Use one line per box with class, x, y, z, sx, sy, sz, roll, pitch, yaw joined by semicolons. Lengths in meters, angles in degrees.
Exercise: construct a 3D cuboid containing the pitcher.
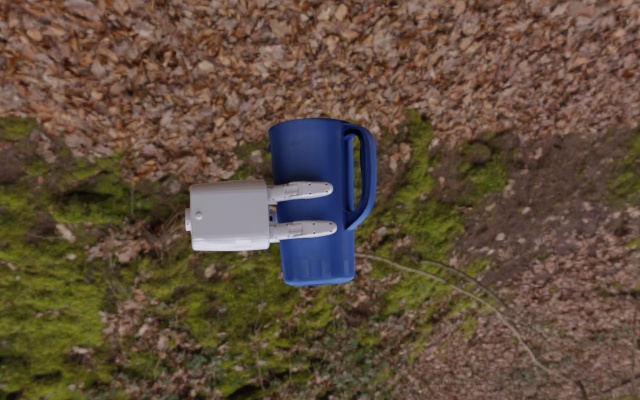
pitcher;0.000;0.002;0.721;0.145;0.243;0.149;-2;-6;-12
